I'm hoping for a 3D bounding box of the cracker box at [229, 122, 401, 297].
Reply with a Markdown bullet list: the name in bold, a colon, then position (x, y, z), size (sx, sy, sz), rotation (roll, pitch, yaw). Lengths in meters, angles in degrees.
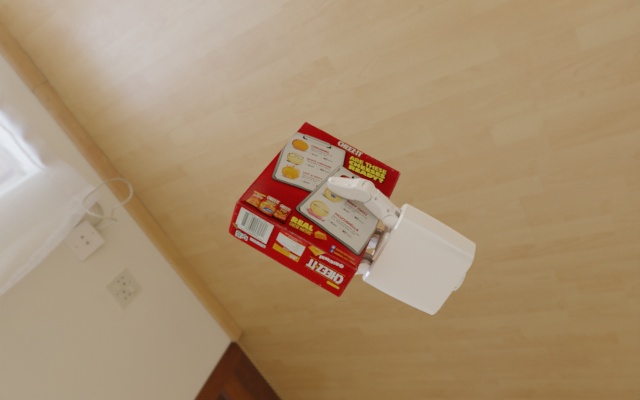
- **cracker box**: position (0.000, 0.002, 0.648), size (0.164, 0.072, 0.213), rotation (29, 42, 3)
